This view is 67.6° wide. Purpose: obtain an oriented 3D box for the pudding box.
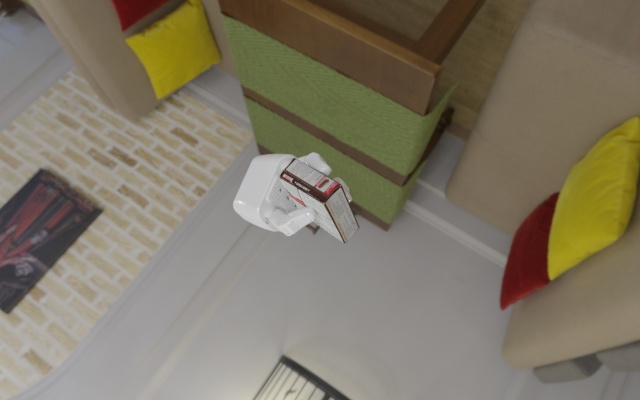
[{"bbox_3d":[0.000,0.002,0.664,0.090,0.039,0.114,31,-17,32],"label":"pudding box"}]
